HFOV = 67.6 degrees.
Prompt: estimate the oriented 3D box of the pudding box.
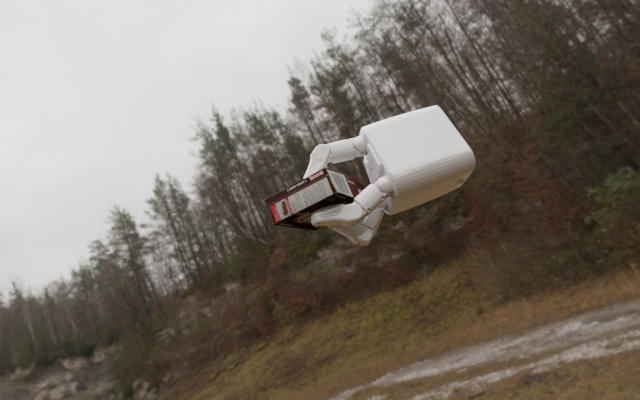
[{"bbox_3d":[0.000,0.002,0.591,0.090,0.039,0.113,-28,-20,20],"label":"pudding box"}]
